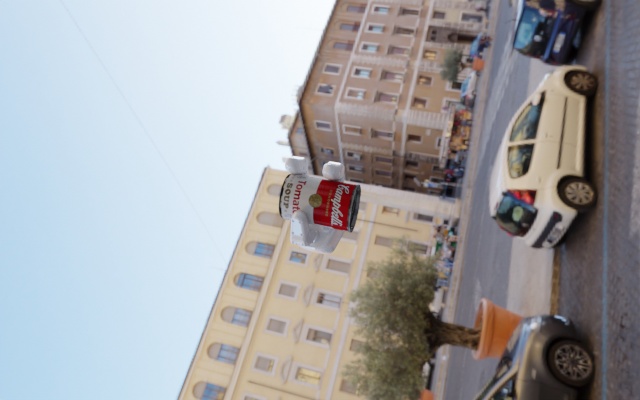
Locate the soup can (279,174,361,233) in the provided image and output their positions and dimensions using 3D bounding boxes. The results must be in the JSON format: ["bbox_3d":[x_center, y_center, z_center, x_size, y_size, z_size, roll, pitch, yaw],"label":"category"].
[{"bbox_3d":[0.000,0.002,0.671,0.102,0.068,0.068,11,2,13],"label":"soup can"}]
